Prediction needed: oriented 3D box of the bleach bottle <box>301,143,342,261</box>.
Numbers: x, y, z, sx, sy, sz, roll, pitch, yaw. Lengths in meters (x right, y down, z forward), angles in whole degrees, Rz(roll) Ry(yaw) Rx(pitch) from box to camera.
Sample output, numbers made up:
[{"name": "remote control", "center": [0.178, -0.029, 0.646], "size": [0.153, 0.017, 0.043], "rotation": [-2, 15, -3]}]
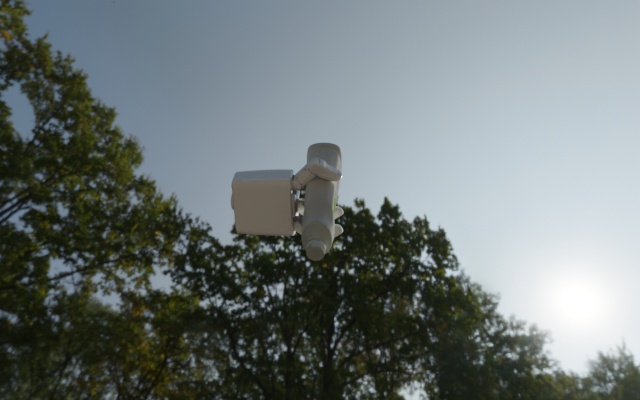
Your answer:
[{"name": "bleach bottle", "center": [0.000, 0.003, 0.836], "size": [0.068, 0.103, 0.250], "rotation": [1, 36, 4]}]
